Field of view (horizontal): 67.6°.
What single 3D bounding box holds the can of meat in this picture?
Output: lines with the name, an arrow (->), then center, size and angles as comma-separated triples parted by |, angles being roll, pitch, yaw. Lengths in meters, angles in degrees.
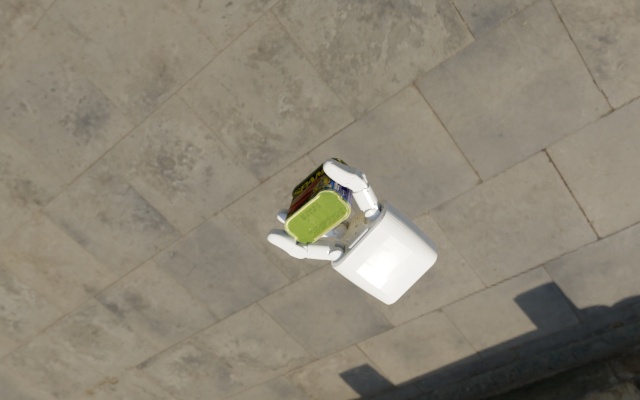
can of meat -> 0.000, 0.002, 0.661 | 0.102, 0.057, 0.084 | -39, 20, 28
